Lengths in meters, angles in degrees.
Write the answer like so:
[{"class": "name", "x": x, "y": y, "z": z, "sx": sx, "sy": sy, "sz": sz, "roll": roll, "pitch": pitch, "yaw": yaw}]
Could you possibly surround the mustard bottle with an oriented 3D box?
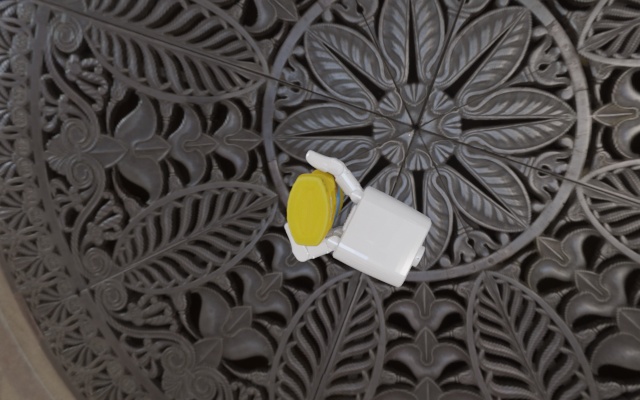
[{"class": "mustard bottle", "x": 0.000, "y": 0.002, "z": 0.714, "sx": 0.058, "sy": 0.096, "sz": 0.191, "roll": 2, "pitch": 8, "yaw": 10}]
